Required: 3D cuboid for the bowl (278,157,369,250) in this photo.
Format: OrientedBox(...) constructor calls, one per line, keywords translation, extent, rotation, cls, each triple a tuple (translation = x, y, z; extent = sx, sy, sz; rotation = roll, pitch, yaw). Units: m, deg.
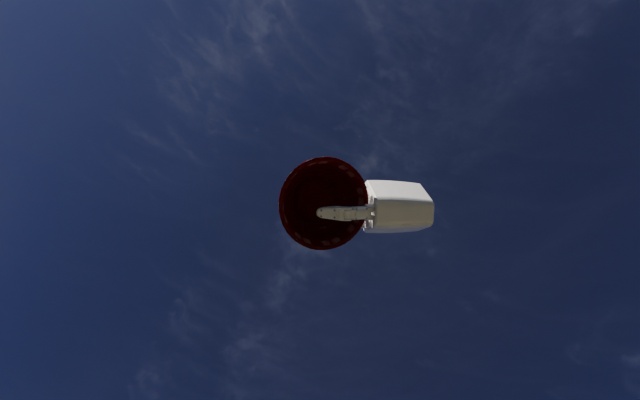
OrientedBox(translation=(-0.001, 0.002, 0.838), extent=(0.162, 0.162, 0.055), rotation=(0, 8, -17), cls="bowl")
